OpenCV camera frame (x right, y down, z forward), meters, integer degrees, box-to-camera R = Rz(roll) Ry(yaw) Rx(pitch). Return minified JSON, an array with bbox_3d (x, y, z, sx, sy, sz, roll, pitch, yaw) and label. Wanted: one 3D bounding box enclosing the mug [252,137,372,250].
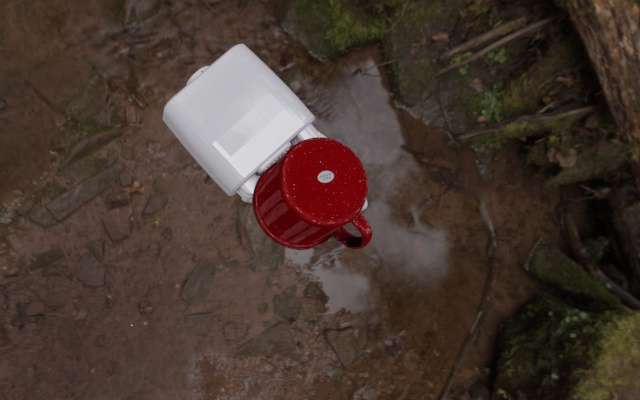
[{"bbox_3d":[0.001,0.002,0.438,0.093,0.117,0.081,-46,4,-25],"label":"mug"}]
